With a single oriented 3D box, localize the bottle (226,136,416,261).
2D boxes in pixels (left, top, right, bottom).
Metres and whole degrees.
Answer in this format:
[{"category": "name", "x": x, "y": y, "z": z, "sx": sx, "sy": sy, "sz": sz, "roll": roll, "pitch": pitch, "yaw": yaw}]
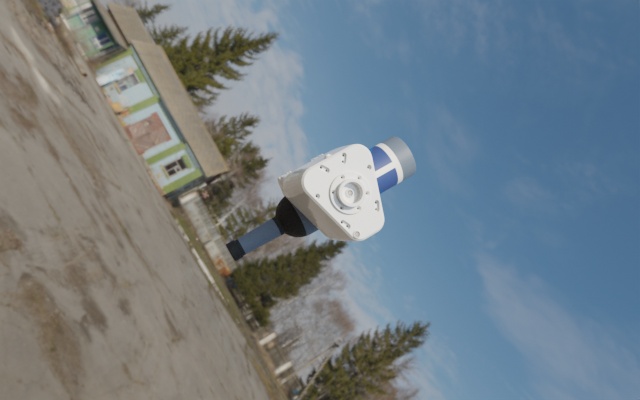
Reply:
[{"category": "bottle", "x": 0.000, "y": 0.002, "z": 0.693, "sx": 0.295, "sy": 0.069, "sz": 0.069, "roll": -29, "pitch": 7, "yaw": -13}]
